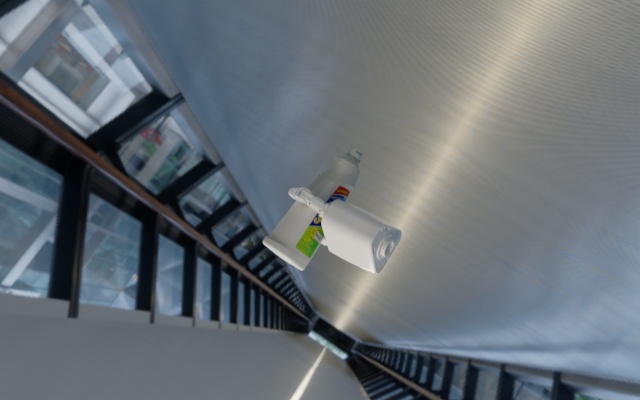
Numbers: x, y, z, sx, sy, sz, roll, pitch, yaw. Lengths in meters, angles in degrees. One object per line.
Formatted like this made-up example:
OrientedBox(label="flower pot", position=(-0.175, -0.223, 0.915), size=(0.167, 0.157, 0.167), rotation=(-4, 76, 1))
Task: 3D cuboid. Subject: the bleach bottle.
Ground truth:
OrientedBox(label="bleach bottle", position=(0.000, 0.003, 0.898), size=(0.068, 0.251, 0.103), rotation=(26, -14, 34))
